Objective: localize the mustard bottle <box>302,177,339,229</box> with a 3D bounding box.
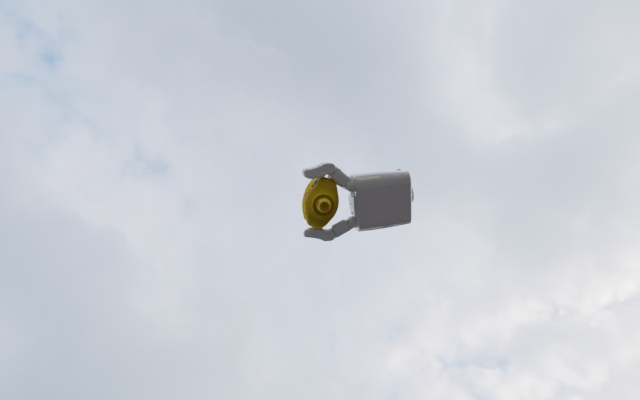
[{"bbox_3d":[0.000,0.003,0.900,0.058,0.096,0.191,18,3,-6],"label":"mustard bottle"}]
